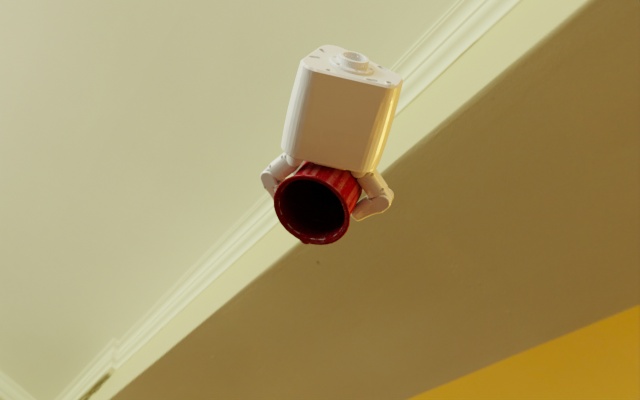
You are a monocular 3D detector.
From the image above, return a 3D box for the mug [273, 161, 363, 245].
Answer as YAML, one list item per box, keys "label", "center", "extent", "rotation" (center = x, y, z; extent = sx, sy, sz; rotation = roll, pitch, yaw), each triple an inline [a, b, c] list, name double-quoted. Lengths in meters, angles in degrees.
- label: "mug"
  center: [0.000, 0.003, 0.579]
  extent: [0.093, 0.117, 0.081]
  rotation: [22, 37, 9]
